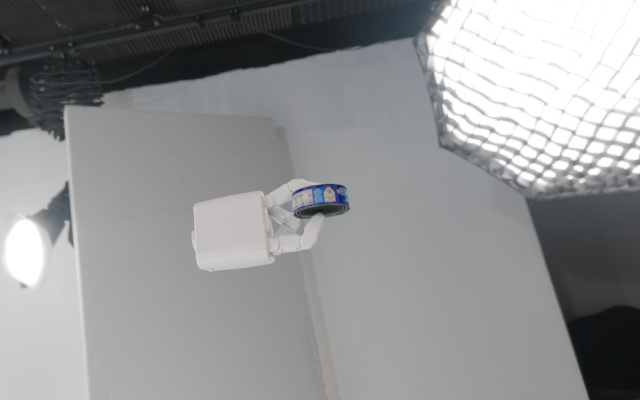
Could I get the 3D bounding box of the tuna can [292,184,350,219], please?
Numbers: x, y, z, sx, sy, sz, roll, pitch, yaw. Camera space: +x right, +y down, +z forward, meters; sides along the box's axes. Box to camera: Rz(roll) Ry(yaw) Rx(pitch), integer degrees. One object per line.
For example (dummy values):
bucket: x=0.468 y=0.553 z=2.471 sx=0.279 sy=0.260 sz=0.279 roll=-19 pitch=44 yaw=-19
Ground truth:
tuna can: x=0.000 y=0.002 z=0.717 sx=0.086 sy=0.033 sz=0.086 roll=-6 pitch=-14 yaw=-2
